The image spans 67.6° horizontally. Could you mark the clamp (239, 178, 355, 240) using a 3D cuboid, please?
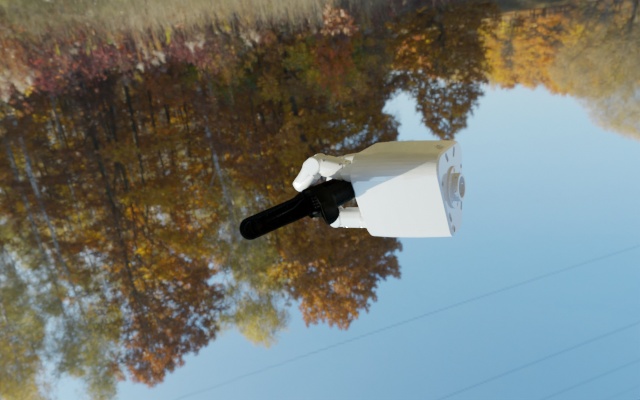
[{"bbox_3d":[0.000,0.002,0.555,0.120,0.039,0.171,-3,18,36],"label":"clamp"}]
